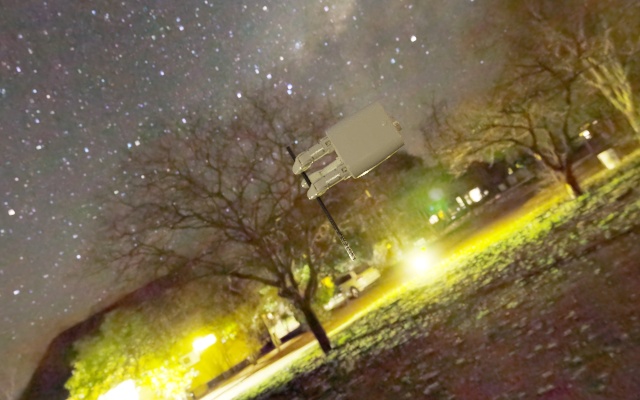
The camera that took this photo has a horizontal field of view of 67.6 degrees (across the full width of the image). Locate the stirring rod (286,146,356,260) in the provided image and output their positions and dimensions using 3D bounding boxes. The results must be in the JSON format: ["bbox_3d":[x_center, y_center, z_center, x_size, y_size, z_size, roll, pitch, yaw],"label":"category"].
[{"bbox_3d":[0.000,0.003,0.870,0.011,0.239,0.011,-30,-9,-5],"label":"stirring rod"}]
